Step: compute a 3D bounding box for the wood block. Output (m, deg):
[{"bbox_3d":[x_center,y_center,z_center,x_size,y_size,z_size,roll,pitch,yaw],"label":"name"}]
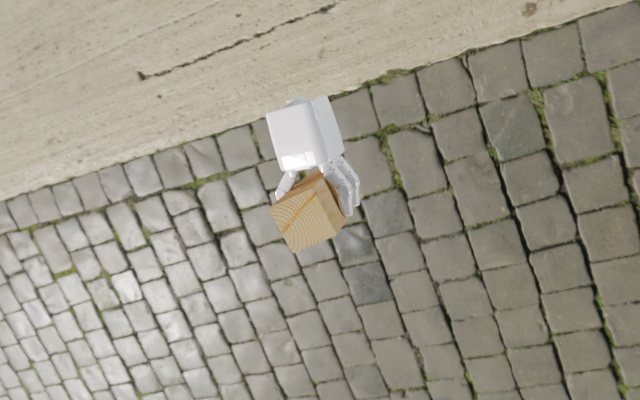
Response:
[{"bbox_3d":[0.000,0.003,0.870,0.091,0.090,0.206,-24,9,24],"label":"wood block"}]
